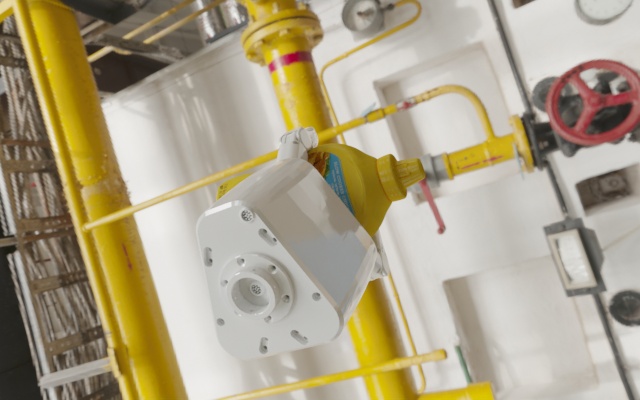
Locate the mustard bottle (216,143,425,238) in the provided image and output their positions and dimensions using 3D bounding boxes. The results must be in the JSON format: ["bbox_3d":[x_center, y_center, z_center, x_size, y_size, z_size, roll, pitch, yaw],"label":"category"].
[{"bbox_3d":[0.000,0.001,0.433,0.191,0.096,0.058,-19,-13,21],"label":"mustard bottle"}]
